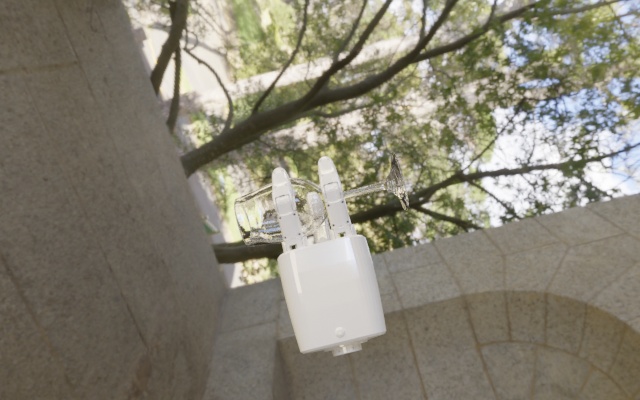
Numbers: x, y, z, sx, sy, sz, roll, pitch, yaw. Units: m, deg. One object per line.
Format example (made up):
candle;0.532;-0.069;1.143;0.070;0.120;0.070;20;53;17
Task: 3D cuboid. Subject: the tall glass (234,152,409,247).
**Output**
tall glass;0.001;0.002;0.583;0.201;0.079;0.079;-14;-1;2
